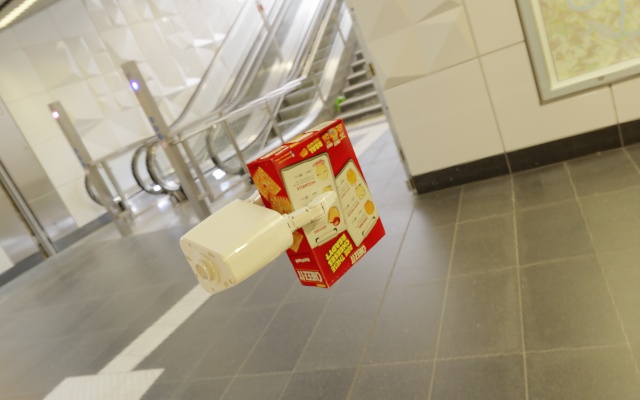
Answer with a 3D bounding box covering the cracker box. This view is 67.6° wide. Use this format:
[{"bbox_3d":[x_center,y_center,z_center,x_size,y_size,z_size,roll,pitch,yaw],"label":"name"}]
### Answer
[{"bbox_3d":[0.000,0.002,0.750,0.072,0.214,0.164,-4,25,46],"label":"cracker box"}]
